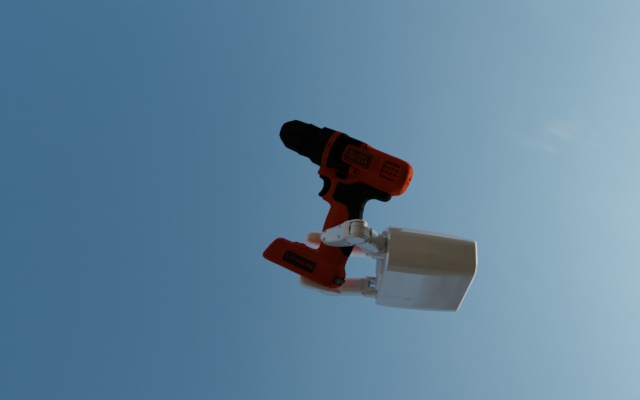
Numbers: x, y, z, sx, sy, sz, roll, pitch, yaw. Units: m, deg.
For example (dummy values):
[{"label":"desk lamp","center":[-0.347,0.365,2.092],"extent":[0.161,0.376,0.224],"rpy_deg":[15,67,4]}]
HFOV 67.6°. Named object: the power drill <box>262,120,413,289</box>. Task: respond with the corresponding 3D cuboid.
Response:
[{"label":"power drill","center":[0.000,0.003,0.605],"extent":[0.184,0.187,0.057],"rpy_deg":[24,-3,18]}]
